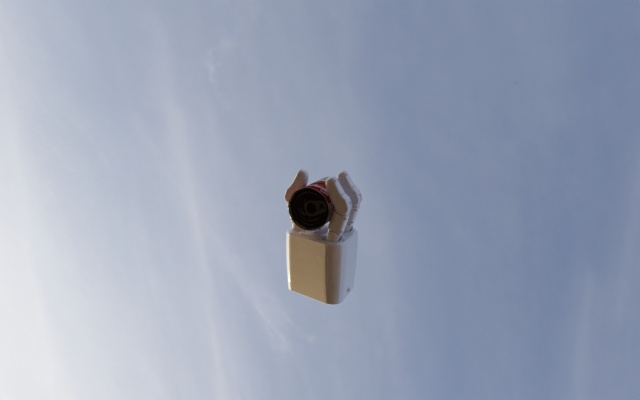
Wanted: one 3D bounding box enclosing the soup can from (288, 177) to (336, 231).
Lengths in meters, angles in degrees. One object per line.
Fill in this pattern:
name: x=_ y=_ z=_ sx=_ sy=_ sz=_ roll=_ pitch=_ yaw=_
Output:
soup can: x=0.000 y=0.002 z=0.770 sx=0.068 sy=0.068 sz=0.102 roll=0 pitch=13 yaw=22
